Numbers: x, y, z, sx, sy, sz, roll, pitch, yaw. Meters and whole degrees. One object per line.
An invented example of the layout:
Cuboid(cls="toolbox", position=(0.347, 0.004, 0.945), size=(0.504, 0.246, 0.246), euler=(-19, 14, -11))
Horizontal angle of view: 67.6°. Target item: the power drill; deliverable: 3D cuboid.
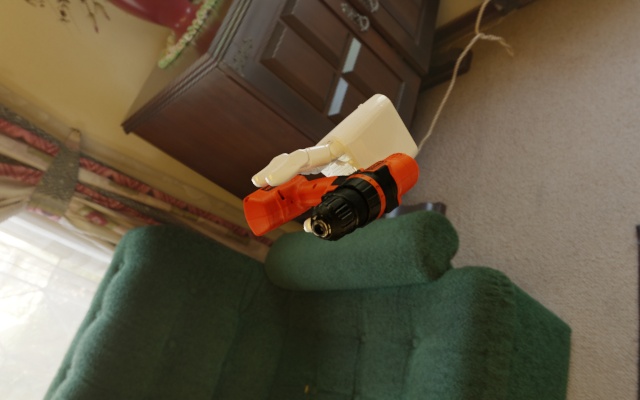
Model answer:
Cuboid(cls="power drill", position=(0.000, 0.002, 0.552), size=(0.187, 0.057, 0.184), euler=(-6, 15, 40))
